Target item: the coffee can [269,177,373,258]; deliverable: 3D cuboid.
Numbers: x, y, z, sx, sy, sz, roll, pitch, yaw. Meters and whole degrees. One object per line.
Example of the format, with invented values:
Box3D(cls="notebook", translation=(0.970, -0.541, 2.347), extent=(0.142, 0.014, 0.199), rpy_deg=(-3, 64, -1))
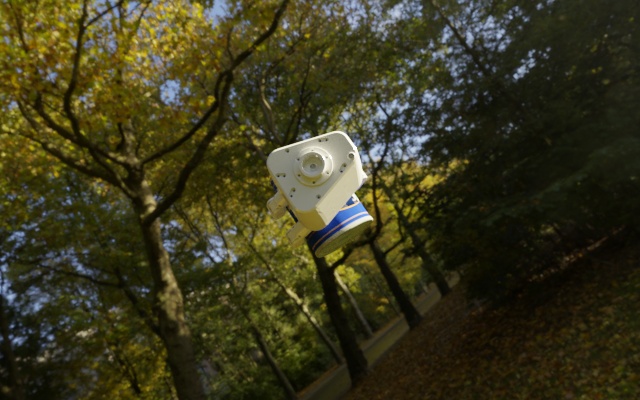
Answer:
Box3D(cls="coffee can", translation=(0.000, 0.003, 0.741), extent=(0.103, 0.140, 0.103), rpy_deg=(-32, -14, -9))
